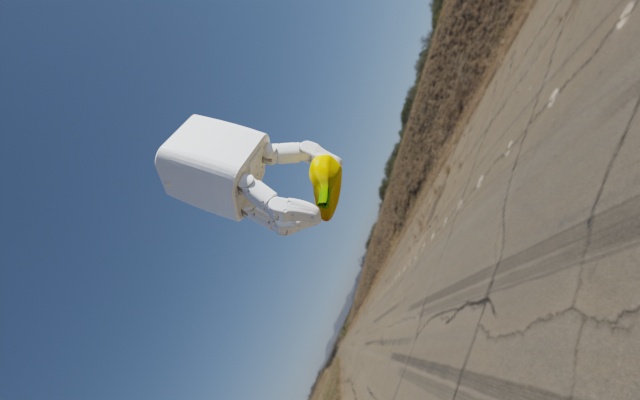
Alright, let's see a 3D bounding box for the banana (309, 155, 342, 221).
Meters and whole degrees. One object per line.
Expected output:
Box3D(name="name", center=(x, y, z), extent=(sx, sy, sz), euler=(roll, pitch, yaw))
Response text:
Box3D(name="banana", center=(0.005, -0.016, 0.589), extent=(0.037, 0.069, 0.198), euler=(14, -6, 5))
